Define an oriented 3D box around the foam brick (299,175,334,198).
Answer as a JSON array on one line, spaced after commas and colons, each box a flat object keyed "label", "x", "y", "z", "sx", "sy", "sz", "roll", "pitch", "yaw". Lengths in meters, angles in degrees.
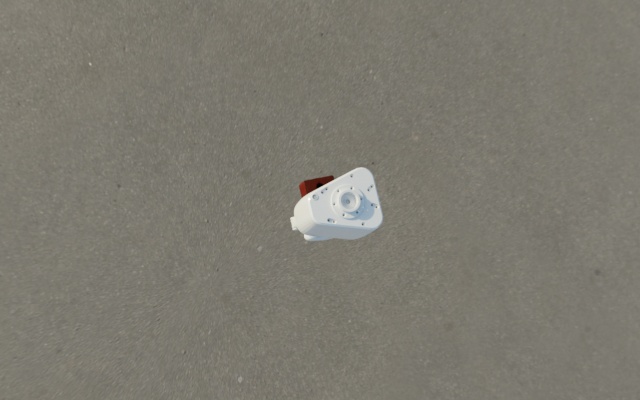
[{"label": "foam brick", "x": 0.000, "y": 0.002, "z": 0.802, "sx": 0.053, "sy": 0.078, "sz": 0.051, "roll": -11, "pitch": -8, "yaw": -13}]
